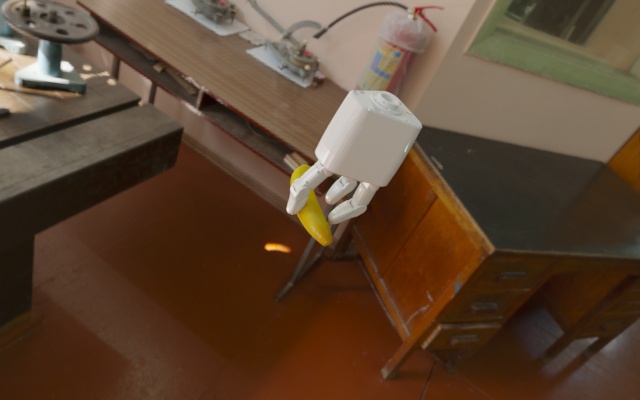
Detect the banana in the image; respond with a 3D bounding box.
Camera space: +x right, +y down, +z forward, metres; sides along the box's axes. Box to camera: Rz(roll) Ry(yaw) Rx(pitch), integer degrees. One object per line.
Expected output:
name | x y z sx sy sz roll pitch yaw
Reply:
banana | -0.016 -0.006 0.762 0.069 0.037 0.197 23 30 -19
